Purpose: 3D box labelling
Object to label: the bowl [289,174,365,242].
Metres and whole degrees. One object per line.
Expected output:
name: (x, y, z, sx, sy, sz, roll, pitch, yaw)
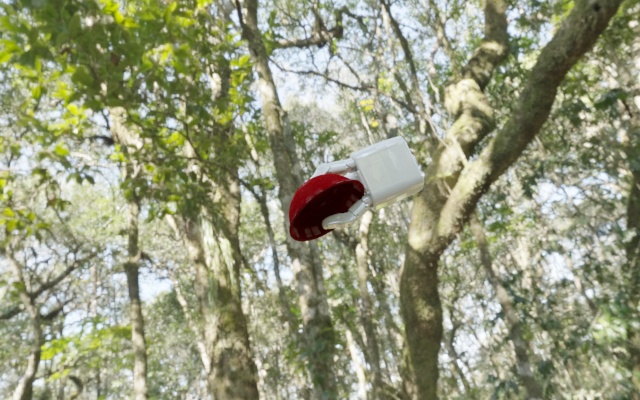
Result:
bowl: (-0.001, 0.003, 0.876, 0.162, 0.055, 0.162, -28, -28, -17)
